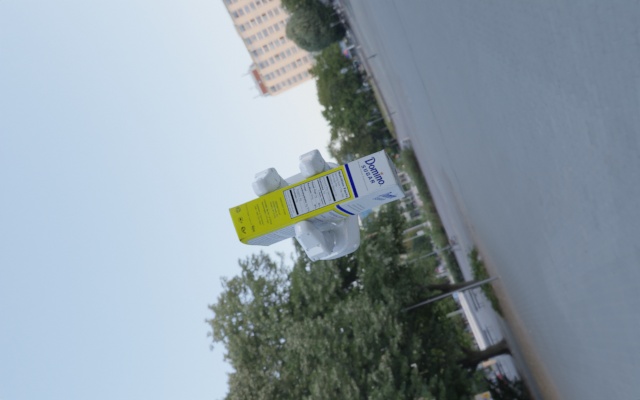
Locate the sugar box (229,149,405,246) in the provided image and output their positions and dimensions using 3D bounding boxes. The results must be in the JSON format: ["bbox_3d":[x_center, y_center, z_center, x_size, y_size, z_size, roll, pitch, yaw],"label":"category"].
[{"bbox_3d":[0.000,0.001,0.522,0.176,0.048,0.093,-23,-12,10],"label":"sugar box"}]
